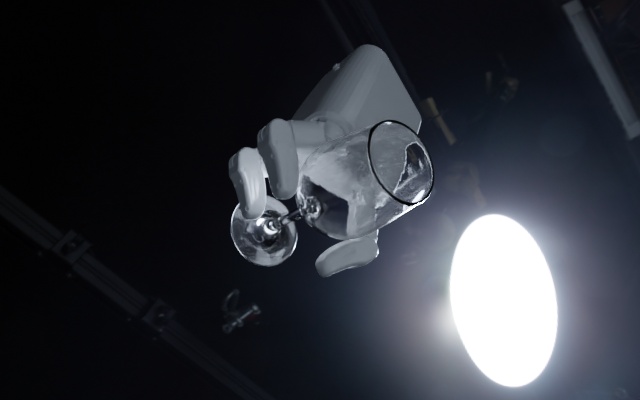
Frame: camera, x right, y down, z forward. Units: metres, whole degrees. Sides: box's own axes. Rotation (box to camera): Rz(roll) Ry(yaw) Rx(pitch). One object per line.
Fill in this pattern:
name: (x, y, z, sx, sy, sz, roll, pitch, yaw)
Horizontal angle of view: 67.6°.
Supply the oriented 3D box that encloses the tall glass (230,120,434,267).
tall glass: (0.000, 0.002, 0.401, 0.079, 0.079, 0.201, 0, -16, -36)
